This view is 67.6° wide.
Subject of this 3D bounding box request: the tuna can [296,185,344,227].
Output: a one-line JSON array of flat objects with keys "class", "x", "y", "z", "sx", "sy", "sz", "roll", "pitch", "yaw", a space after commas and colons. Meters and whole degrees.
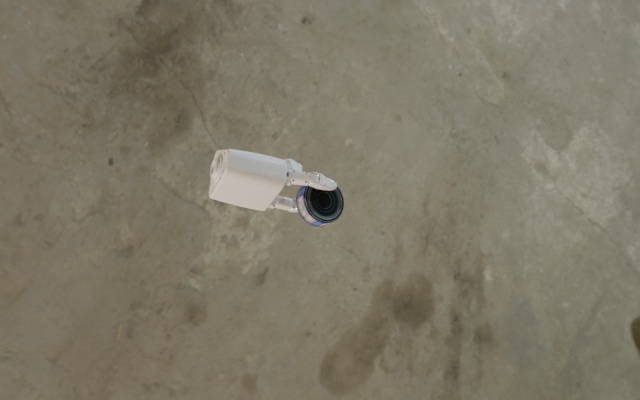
[{"class": "tuna can", "x": 0.000, "y": 0.003, "z": 0.875, "sx": 0.086, "sy": 0.086, "sz": 0.034, "roll": 0, "pitch": -14, "yaw": -32}]
